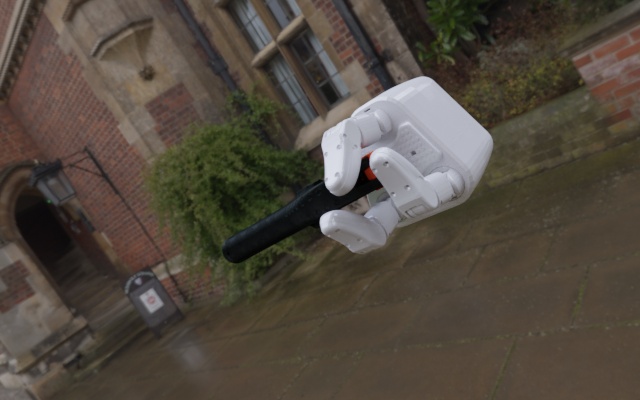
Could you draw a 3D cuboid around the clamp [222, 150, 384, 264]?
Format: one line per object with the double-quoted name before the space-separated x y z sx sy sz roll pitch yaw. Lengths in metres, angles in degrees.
"clamp" 0.000 0.001 0.420 0.171 0.039 0.120 -27 7 38
